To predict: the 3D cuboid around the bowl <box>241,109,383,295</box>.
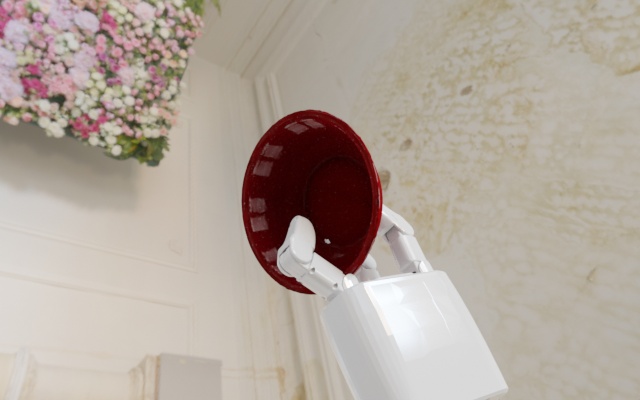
[{"bbox_3d":[0.000,0.000,0.439,0.162,0.162,0.055,0,1,40],"label":"bowl"}]
